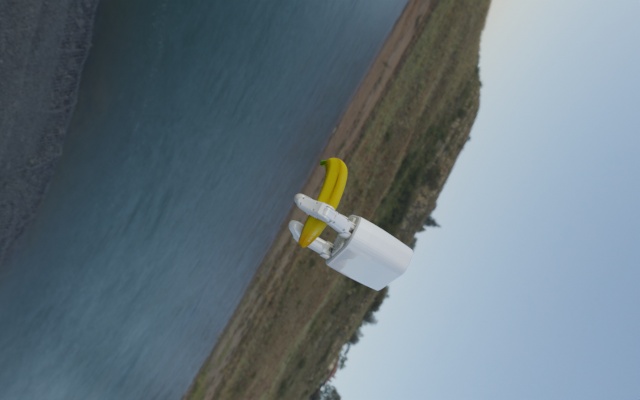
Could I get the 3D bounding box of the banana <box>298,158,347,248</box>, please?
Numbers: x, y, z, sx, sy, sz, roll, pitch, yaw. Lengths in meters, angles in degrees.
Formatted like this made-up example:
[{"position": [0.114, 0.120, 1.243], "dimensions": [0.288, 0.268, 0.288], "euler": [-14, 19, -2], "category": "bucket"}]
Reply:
[{"position": [0.010, -0.009, 0.795], "dimensions": [0.037, 0.197, 0.070], "euler": [31, -43, -16], "category": "banana"}]
